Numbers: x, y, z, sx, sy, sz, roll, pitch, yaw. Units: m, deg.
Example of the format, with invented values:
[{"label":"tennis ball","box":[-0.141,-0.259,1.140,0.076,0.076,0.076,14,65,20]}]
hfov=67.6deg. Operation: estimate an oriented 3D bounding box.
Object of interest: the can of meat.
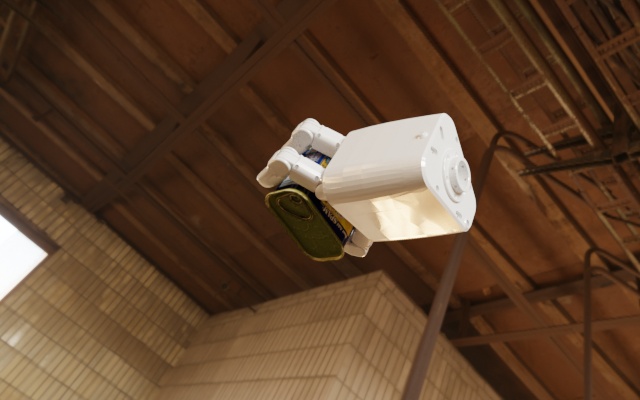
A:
[{"label":"can of meat","box":[0.000,0.002,0.526,0.057,0.102,0.084,-12,35,41]}]
